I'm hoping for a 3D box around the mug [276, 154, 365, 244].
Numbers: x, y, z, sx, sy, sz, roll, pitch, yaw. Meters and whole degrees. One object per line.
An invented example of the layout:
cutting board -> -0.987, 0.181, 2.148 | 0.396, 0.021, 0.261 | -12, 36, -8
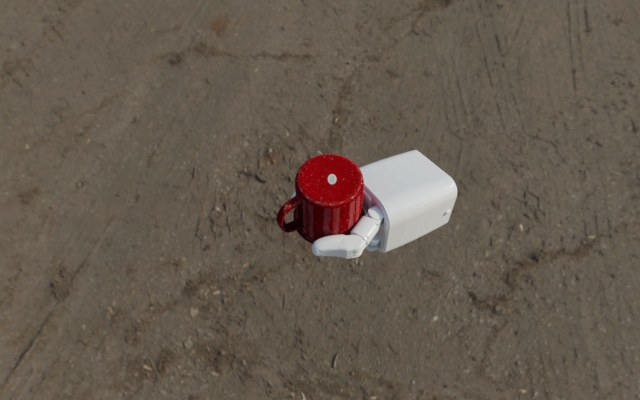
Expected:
mug -> -0.001, 0.002, 0.583 | 0.117, 0.093, 0.082 | -22, -34, -15
